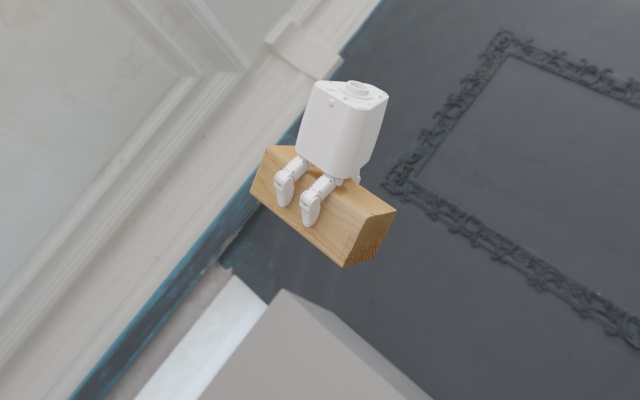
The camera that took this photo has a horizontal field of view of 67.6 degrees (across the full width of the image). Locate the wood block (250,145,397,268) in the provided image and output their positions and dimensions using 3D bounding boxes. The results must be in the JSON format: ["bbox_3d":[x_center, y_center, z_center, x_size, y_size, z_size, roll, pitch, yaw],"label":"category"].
[{"bbox_3d":[0.000,0.002,0.738,0.206,0.090,0.091,37,25,29],"label":"wood block"}]
